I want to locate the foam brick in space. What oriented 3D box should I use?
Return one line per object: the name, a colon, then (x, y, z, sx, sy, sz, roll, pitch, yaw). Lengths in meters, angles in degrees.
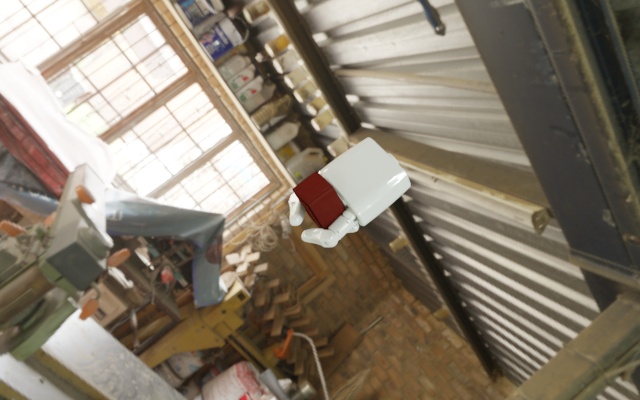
foam brick: (0.000, 0.002, 0.763, 0.053, 0.051, 0.078, 47, -8, 44)
